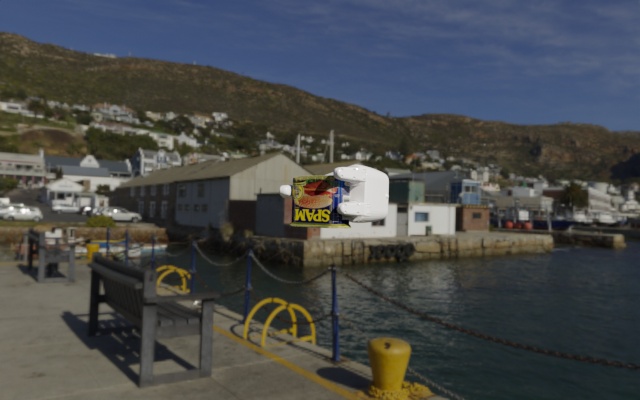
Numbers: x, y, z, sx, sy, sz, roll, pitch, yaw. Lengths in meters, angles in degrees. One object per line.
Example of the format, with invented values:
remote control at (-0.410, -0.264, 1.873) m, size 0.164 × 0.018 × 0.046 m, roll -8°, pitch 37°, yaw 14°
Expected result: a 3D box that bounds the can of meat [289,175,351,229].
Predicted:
can of meat at (0.000, 0.002, 0.786) m, size 0.102 × 0.084 × 0.057 m, roll 1°, pitch -2°, yaw 34°
